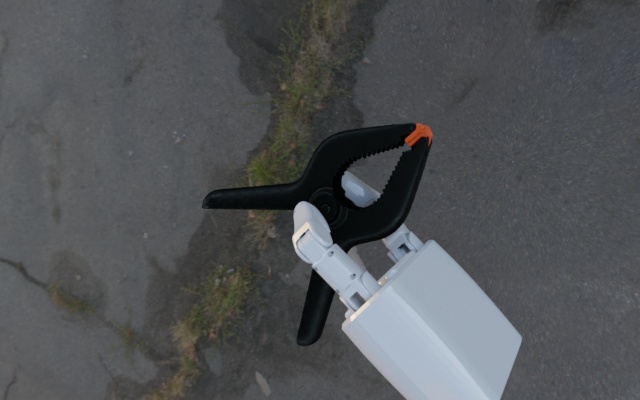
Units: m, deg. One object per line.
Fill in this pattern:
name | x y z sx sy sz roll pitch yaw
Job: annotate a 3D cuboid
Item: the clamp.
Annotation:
clamp | 0.000 0.001 0.403 0.210 0.164 0.036 -47 -10 19
